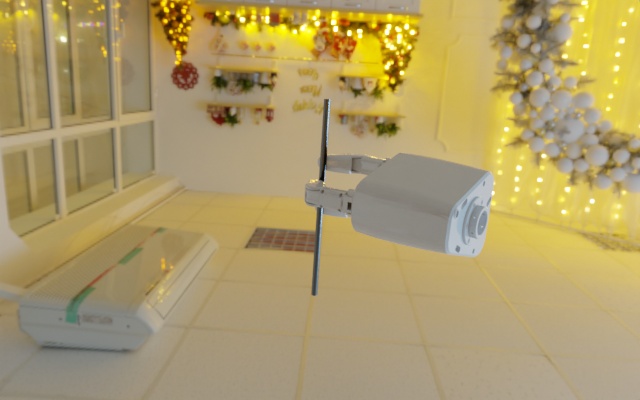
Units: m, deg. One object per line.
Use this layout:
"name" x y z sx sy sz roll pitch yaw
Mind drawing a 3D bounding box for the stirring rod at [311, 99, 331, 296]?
"stirring rod" 0.000 0.002 0.569 0.011 0.239 0.011 4 15 -1
